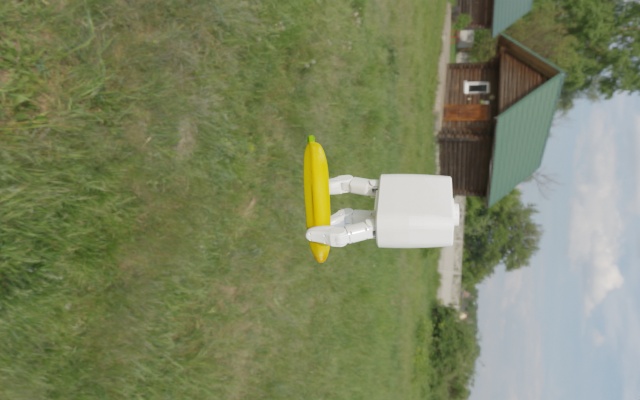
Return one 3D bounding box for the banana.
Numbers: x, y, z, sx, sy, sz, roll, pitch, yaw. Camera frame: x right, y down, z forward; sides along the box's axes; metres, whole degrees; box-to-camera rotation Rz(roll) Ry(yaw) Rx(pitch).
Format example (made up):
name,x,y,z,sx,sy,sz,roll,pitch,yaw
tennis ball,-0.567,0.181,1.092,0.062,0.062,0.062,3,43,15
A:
name,x,y,z,sx,sy,sz,roll,pitch,yaw
banana,-0.003,0.000,0.710,0.037,0.198,0.069,-2,4,9
